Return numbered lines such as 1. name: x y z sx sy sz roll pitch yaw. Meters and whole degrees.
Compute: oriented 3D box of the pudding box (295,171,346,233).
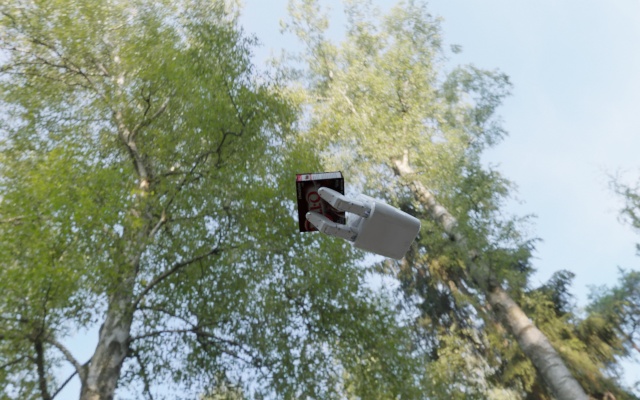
1. pudding box: 0.000 0.003 0.900 0.090 0.113 0.039 -5 26 -3
